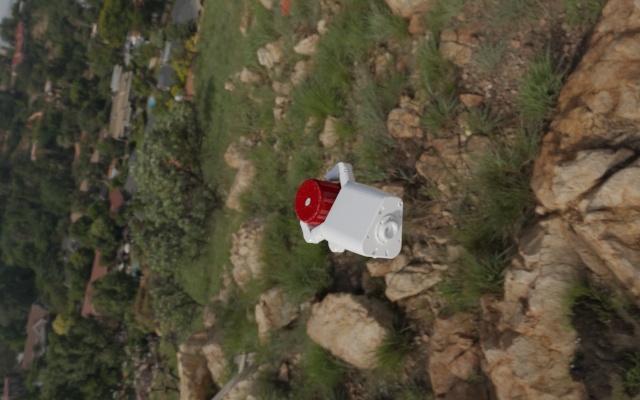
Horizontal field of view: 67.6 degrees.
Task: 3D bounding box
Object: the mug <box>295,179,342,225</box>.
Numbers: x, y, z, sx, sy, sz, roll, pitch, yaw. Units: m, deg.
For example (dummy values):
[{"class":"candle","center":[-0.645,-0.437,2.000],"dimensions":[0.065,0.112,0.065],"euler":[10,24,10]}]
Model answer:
[{"class":"mug","center":[-0.001,0.003,0.889],"dimensions":[0.081,0.093,0.117],"euler":[10,6,-37]}]
